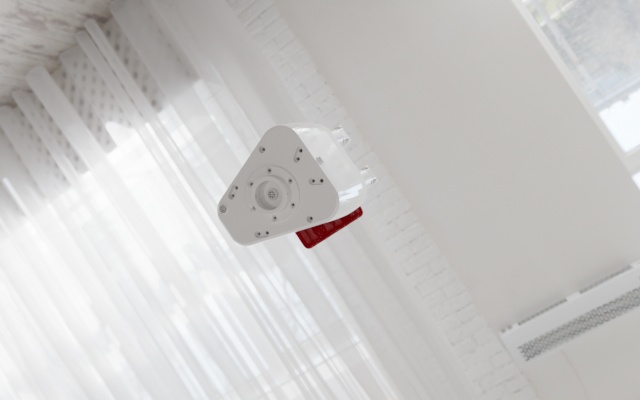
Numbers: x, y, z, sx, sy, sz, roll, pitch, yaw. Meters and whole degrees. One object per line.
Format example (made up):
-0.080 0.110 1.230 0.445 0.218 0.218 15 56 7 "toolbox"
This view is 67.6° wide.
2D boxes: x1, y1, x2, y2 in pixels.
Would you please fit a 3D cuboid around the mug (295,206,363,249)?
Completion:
0.001 0.002 0.574 0.093 0.081 0.117 -34 -4 19 "mug"
